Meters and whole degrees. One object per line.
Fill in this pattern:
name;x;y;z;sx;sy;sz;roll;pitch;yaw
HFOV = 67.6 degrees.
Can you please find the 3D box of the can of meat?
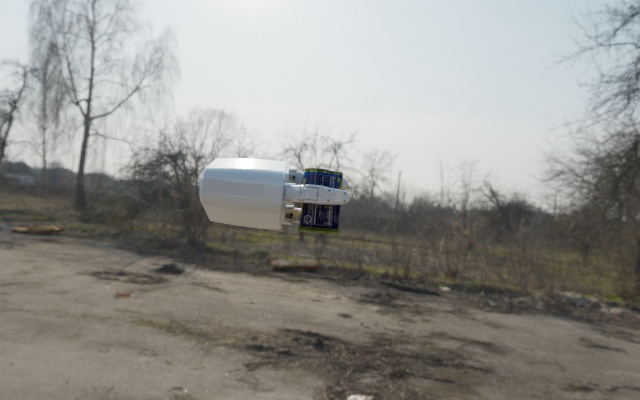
can of meat;0.000;0.002;0.659;0.057;0.084;0.102;5;-2;-2
